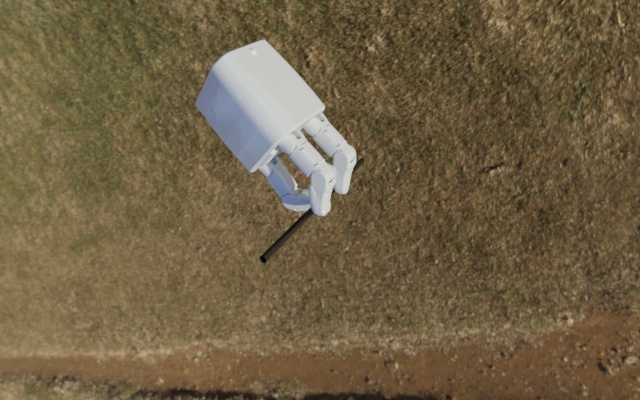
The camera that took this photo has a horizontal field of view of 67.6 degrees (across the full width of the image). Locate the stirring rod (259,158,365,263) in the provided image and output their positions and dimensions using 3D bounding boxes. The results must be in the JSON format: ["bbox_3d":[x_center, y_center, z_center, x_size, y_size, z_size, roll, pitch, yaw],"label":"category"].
[{"bbox_3d":[0.000,0.002,0.552,0.011,0.011,0.239,0,27,32],"label":"stirring rod"}]
